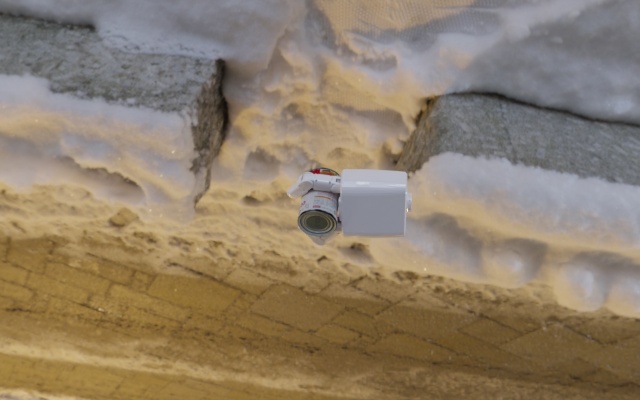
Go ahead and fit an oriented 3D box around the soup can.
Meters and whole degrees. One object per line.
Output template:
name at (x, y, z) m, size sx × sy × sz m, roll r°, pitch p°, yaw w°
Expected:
soup can at (0.000, 0.003, 0.812) m, size 0.068 × 0.102 × 0.069 m, roll 5°, pitch -43°, yaw 4°
